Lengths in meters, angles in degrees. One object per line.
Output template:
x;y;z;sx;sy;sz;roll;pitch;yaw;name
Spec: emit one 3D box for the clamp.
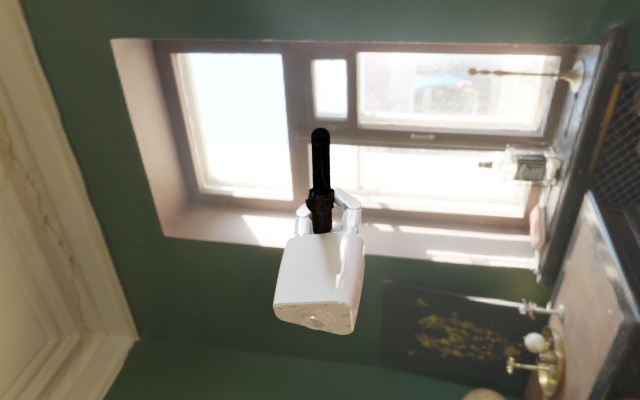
0.000;0.002;0.639;0.039;0.120;0.172;4;-40;10;clamp
